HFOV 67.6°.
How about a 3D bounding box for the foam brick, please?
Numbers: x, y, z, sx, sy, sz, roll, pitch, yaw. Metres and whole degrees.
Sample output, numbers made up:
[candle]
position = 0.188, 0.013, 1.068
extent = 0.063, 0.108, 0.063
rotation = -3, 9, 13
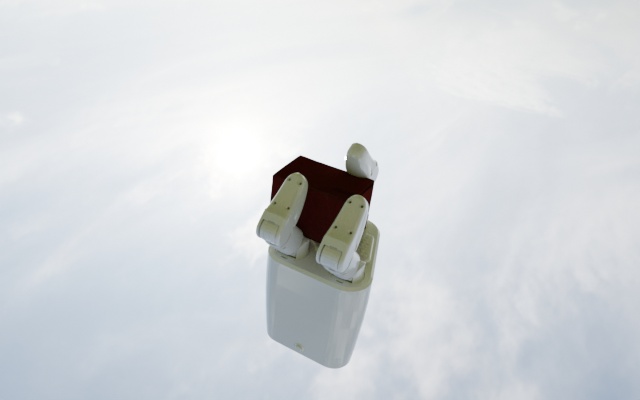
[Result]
[foam brick]
position = 0.000, 0.001, 0.427
extent = 0.078, 0.051, 0.053
rotation = 21, 33, 21
